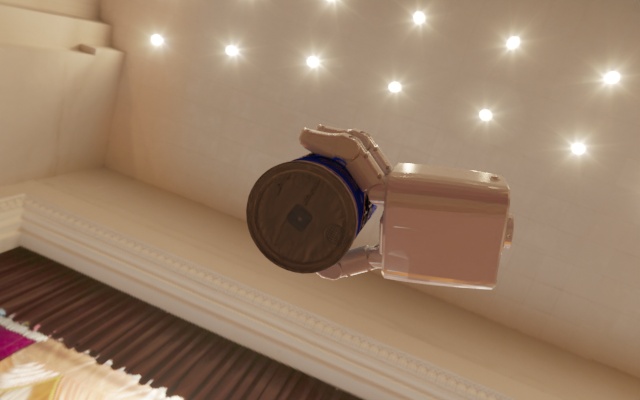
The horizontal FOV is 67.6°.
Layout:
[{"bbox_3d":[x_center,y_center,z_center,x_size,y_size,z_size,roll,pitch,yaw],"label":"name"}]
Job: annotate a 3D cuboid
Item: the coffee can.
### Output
[{"bbox_3d":[0.000,0.002,0.485,0.103,0.103,0.140,0,12,16],"label":"coffee can"}]
